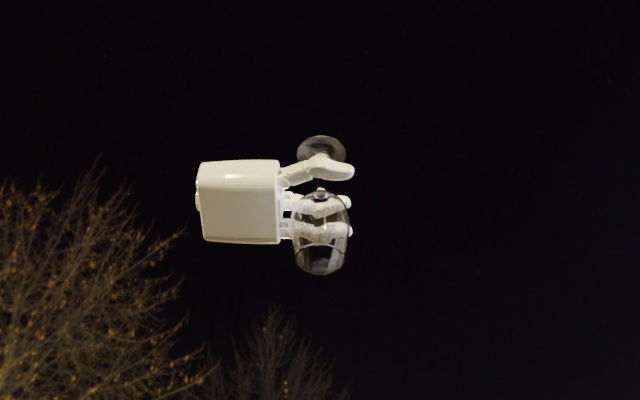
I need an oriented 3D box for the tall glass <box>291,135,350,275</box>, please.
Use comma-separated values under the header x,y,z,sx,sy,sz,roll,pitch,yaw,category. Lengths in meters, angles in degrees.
x,y,z,sx,sy,sz,roll,pitch,yaw,category
0.000,0.002,0.651,0.079,0.200,0.079,0,-45,0,tall glass
